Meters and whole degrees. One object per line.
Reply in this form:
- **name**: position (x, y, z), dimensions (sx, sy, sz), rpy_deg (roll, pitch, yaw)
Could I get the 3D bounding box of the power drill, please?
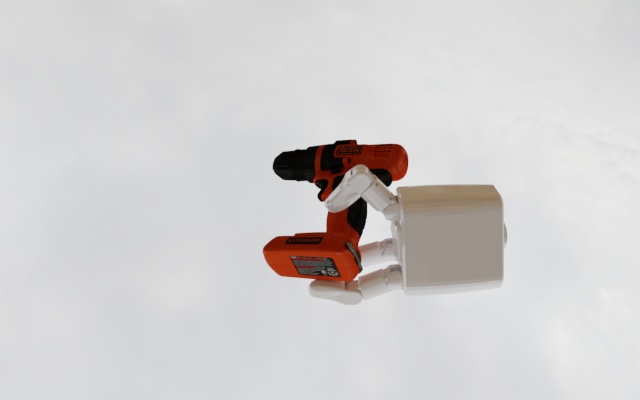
- **power drill**: position (0.000, 0.002, 0.568), dimensions (0.184, 0.187, 0.057), rpy_deg (-1, -42, 27)
